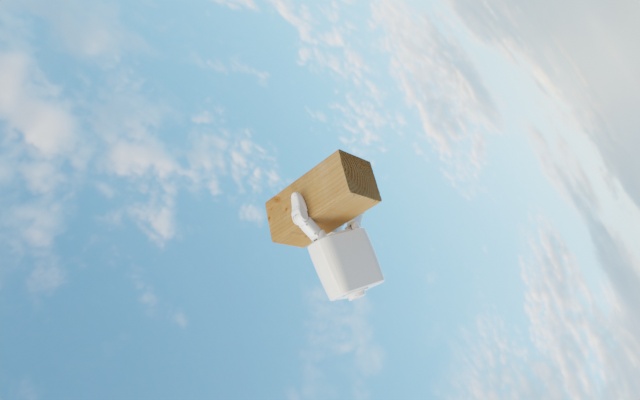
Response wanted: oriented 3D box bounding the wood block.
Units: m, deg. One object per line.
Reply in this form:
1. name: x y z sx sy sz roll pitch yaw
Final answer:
1. wood block: 0.000 0.003 0.893 0.091 0.090 0.206 16 -39 -44
